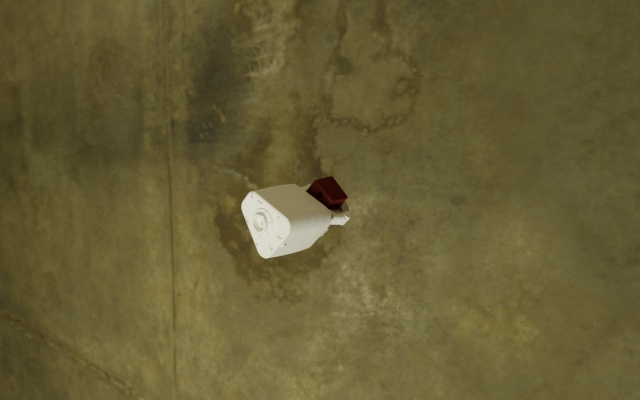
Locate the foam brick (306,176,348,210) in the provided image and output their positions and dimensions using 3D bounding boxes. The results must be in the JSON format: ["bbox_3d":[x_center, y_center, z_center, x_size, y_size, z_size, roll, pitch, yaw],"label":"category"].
[{"bbox_3d":[0.000,0.003,0.864,0.051,0.053,0.078,-14,-30,-53],"label":"foam brick"}]
